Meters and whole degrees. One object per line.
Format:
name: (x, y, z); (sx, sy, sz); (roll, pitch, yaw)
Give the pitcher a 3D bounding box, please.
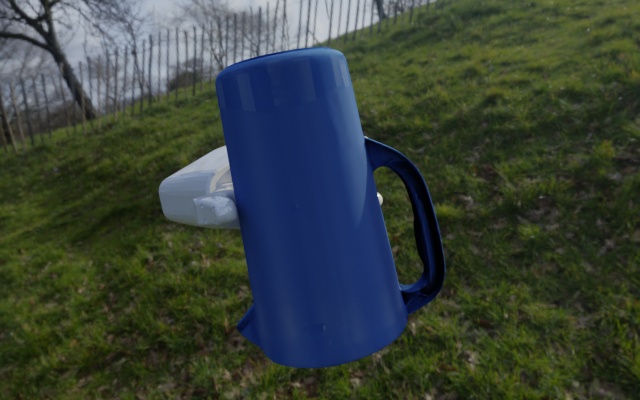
pitcher: (0.000, 0.001, 0.407); (0.149, 0.243, 0.145); (-20, 13, -42)
